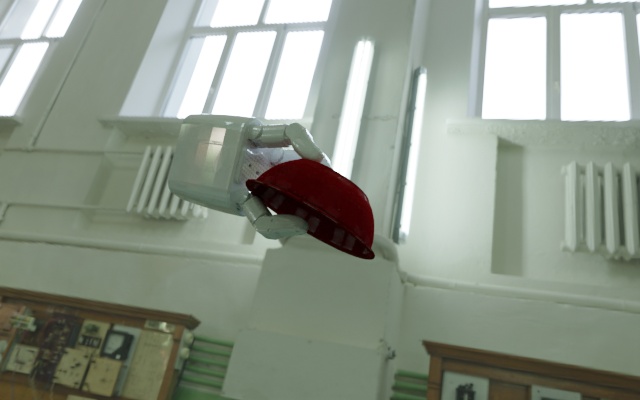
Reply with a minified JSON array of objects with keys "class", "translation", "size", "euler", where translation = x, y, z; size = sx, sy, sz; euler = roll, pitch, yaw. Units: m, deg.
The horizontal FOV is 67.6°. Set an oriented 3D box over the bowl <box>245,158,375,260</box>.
[{"class":"bowl","translation":[0.001,0.002,0.525],"size":[0.162,0.055,0.162],"euler":[30,-12,7]}]
